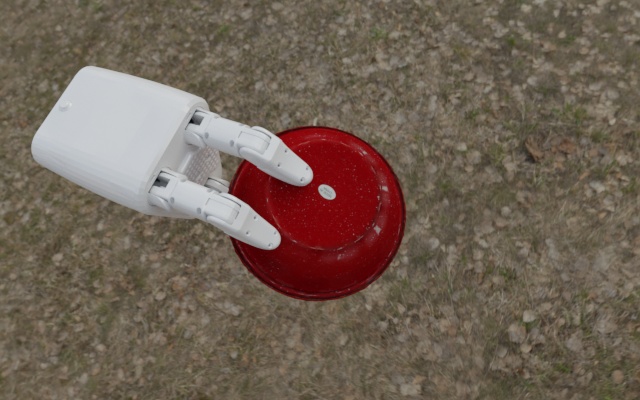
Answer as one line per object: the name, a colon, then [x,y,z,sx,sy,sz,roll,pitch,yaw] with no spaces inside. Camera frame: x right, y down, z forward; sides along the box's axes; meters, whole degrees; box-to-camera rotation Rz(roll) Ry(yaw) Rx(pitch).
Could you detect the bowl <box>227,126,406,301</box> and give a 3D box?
bowl: [0.001,0.001,0.402,0.162,0.162,0.055,0,-15,-7]
